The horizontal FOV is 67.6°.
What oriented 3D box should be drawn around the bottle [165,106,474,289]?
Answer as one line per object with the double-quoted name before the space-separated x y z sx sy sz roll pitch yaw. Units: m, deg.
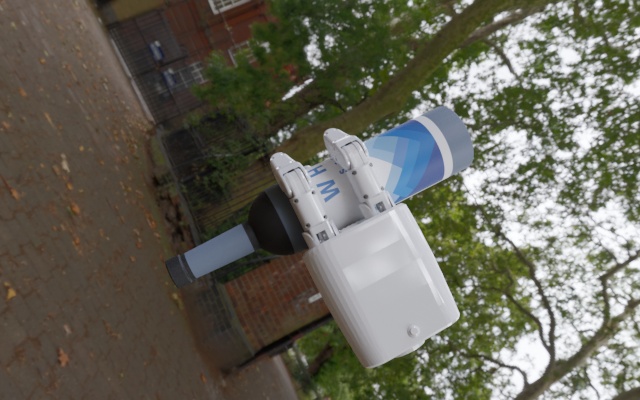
"bottle" 0.000 0.001 0.444 0.295 0.069 0.069 -26 5 -10
